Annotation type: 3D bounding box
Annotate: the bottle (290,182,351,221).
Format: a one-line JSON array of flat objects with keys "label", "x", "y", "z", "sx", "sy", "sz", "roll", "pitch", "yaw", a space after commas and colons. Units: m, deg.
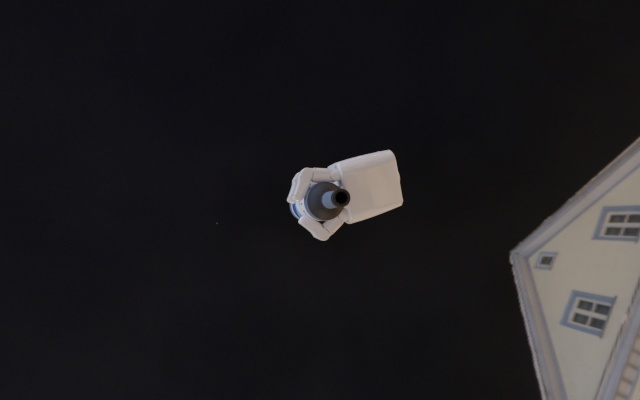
[{"label": "bottle", "x": 0.000, "y": 0.003, "z": 0.843, "sx": 0.069, "sy": 0.069, "sz": 0.296, "roll": 0, "pitch": -3, "yaw": -12}]
